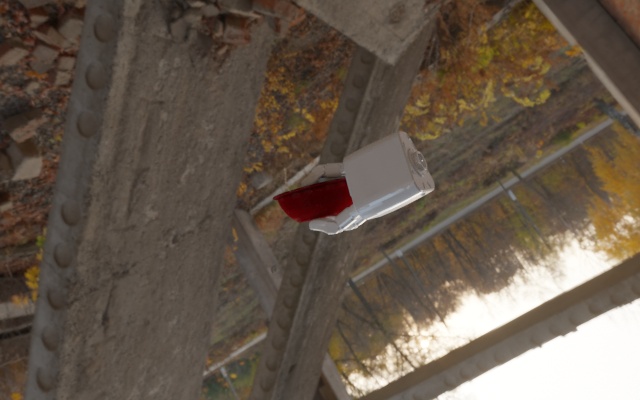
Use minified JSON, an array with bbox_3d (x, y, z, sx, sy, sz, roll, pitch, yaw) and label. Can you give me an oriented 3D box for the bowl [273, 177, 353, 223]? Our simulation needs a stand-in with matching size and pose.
[{"bbox_3d":[-0.001,0.003,0.843,0.162,0.055,0.162,-13,-3,-1],"label":"bowl"}]
